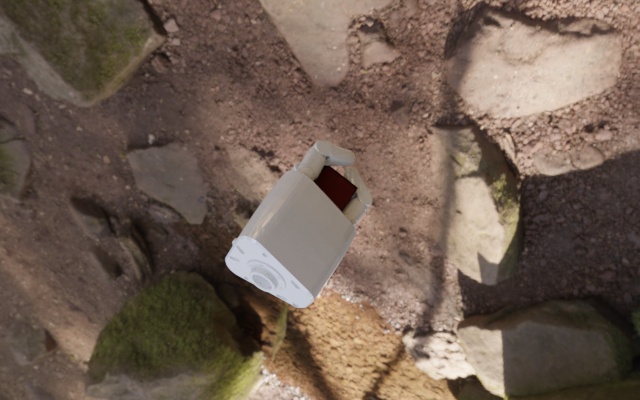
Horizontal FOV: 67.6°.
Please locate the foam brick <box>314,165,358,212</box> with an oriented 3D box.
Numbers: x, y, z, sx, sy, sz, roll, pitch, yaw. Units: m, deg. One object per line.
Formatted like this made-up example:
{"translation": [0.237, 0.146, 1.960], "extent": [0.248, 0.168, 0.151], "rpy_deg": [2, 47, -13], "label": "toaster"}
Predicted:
{"translation": [0.000, 0.002, 0.604], "extent": [0.053, 0.051, 0.078], "rpy_deg": [38, -36, -1], "label": "foam brick"}
